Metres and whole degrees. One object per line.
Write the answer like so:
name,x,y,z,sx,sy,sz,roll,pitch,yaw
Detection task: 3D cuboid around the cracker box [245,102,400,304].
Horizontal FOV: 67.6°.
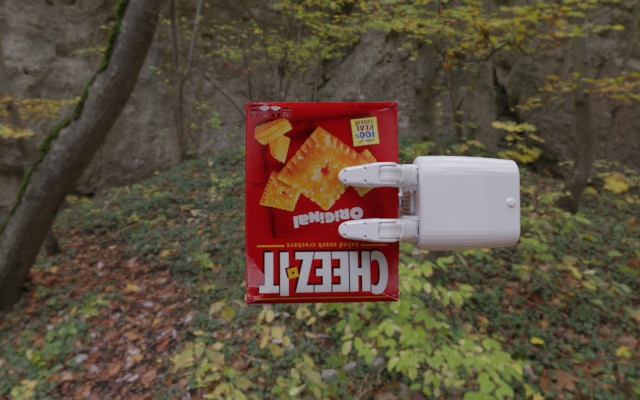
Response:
cracker box,0.000,0.002,0.524,0.164,0.213,0.072,0,-2,-4
